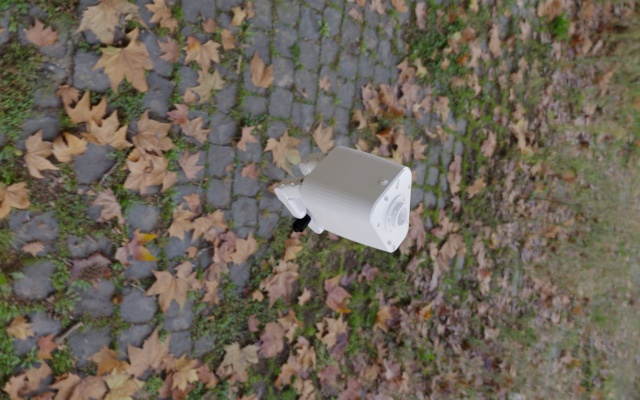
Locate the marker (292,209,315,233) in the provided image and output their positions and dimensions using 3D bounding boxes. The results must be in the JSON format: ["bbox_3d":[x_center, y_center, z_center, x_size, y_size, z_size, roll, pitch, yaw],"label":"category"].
[{"bbox_3d":[0.000,0.002,0.688,0.020,0.020,0.121,0,41,50],"label":"marker"}]
